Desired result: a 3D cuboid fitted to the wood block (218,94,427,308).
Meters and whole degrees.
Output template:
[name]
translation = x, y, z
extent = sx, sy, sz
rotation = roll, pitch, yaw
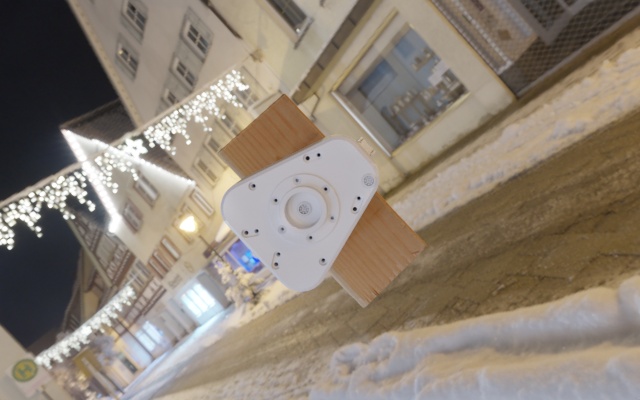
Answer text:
[wood block]
translation = 0.000, 0.001, 0.505
extent = 0.091, 0.206, 0.090
rotation = -43, 2, -6
